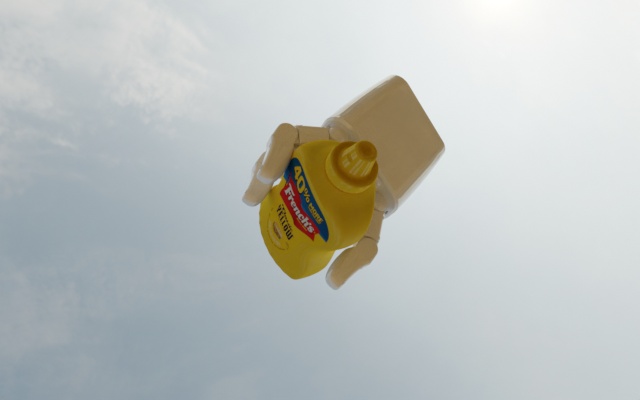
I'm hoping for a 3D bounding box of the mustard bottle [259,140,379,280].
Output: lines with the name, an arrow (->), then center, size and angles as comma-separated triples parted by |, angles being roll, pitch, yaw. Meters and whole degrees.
mustard bottle -> 0.000, 0.002, 0.427 | 0.058, 0.096, 0.192 | -14, -17, -28
